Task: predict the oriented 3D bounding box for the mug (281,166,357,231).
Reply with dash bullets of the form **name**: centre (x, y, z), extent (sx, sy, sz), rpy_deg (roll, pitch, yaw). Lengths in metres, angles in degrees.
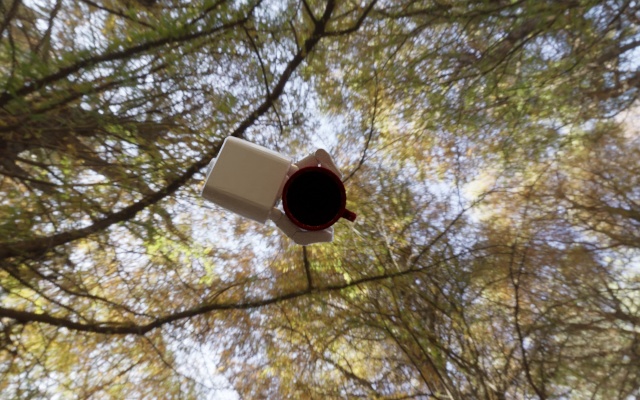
- **mug**: centre (0.001, 0.003, 0.719), extent (0.117, 0.093, 0.081), rpy_deg (23, -2, -2)
